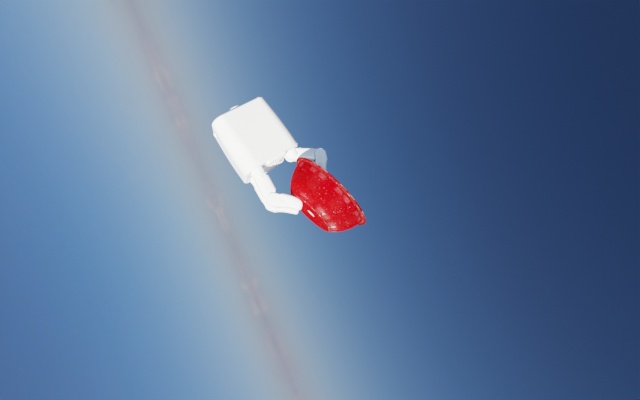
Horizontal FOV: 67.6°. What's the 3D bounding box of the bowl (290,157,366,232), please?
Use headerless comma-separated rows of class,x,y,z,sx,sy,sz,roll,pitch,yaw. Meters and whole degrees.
bowl,0.001,0.004,0.815,0.162,0.055,0.162,41,-13,11
